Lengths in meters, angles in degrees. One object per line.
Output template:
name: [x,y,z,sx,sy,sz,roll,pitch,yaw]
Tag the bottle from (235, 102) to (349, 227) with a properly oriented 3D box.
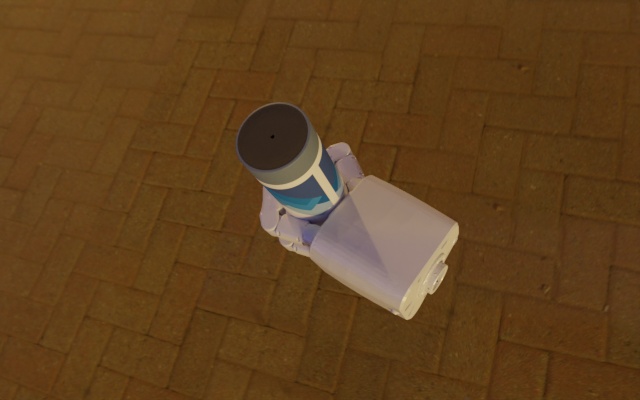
bottle: [0.000,0.002,0.522,0.069,0.069,0.296,0,-22,17]
